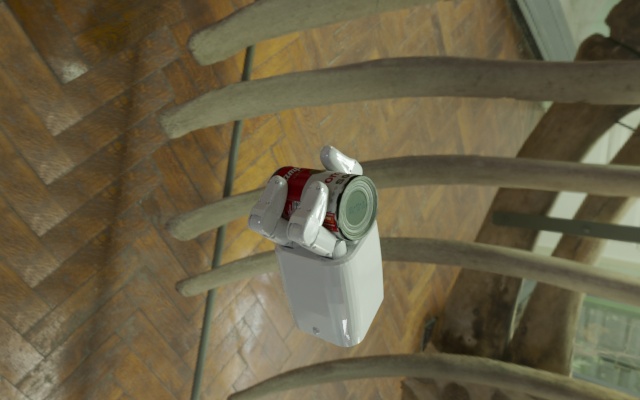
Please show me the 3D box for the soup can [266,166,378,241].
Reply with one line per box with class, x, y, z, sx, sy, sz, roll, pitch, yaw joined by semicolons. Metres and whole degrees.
soup can;0.000;0.001;0.499;0.102;0.068;0.068;10;6;40
